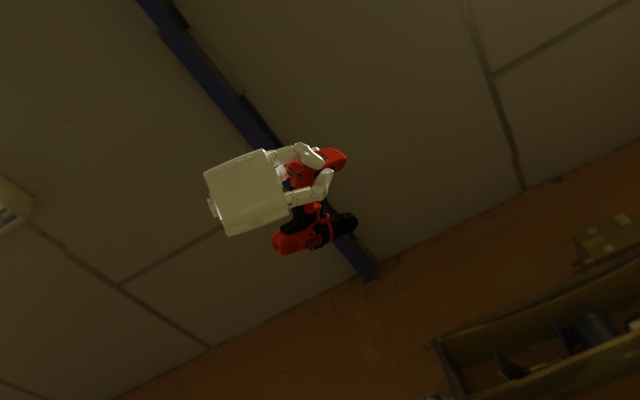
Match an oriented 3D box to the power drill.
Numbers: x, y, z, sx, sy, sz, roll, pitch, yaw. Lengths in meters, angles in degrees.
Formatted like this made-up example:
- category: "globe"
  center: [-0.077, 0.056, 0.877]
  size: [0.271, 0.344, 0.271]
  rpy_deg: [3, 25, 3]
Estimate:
- category: "power drill"
  center: [0.000, 0.002, 0.866]
  size: [0.184, 0.188, 0.057]
  rpy_deg: [-17, 36, -31]
